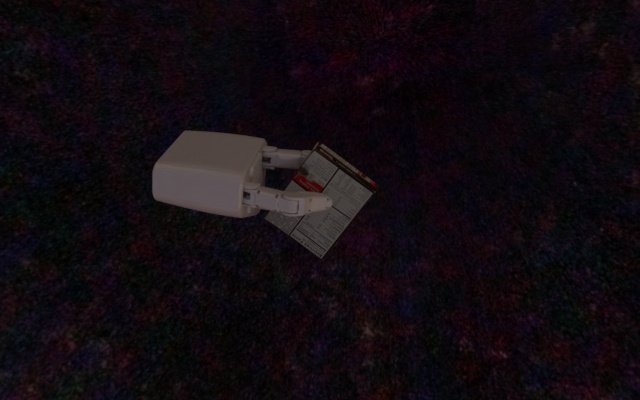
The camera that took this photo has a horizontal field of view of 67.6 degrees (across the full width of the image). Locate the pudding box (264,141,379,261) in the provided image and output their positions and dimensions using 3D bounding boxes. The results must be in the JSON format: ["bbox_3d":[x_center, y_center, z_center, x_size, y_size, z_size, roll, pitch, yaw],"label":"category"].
[{"bbox_3d":[0.000,0.002,0.569,0.090,0.113,0.039,36,21,-3],"label":"pudding box"}]
